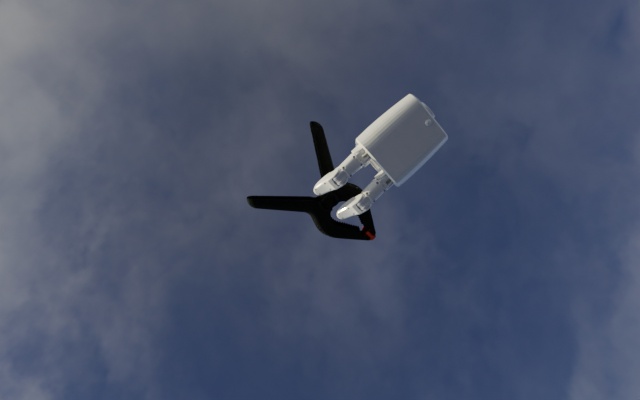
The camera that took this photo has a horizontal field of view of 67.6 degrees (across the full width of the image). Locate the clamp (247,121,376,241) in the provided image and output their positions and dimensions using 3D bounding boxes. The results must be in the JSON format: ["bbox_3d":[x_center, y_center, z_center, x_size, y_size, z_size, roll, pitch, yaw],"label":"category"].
[{"bbox_3d":[0.001,0.002,0.760,0.164,0.210,0.036,-42,19,6],"label":"clamp"}]
